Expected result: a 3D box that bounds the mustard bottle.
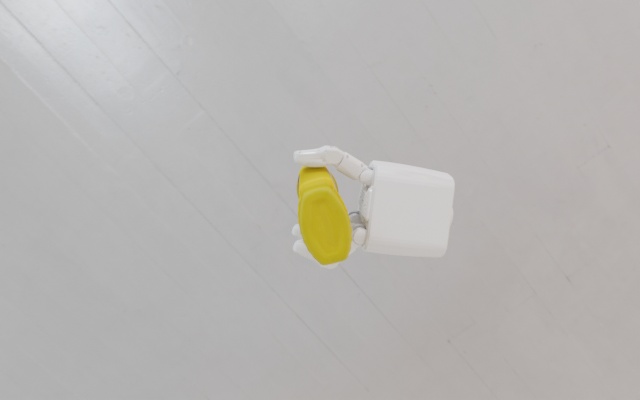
[{"bbox_3d":[0.000,0.002,0.618,0.058,0.096,0.191,-16,18,1],"label":"mustard bottle"}]
